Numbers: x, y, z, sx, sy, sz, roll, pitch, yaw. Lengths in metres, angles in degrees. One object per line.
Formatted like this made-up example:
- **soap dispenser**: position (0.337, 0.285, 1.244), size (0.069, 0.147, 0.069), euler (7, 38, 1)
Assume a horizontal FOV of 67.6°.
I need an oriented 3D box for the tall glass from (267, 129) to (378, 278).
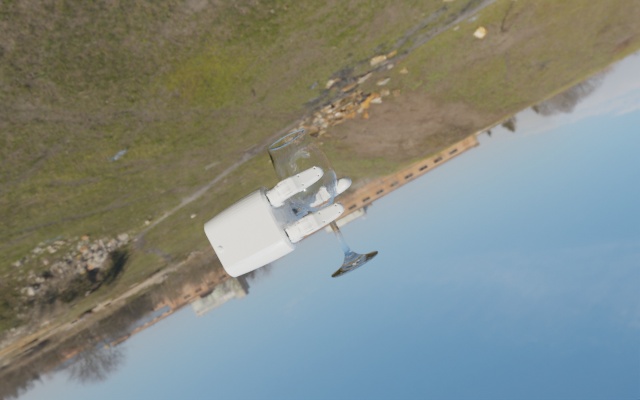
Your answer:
- **tall glass**: position (0.001, 0.003, 0.665), size (0.079, 0.201, 0.079), euler (-28, 0, 0)
